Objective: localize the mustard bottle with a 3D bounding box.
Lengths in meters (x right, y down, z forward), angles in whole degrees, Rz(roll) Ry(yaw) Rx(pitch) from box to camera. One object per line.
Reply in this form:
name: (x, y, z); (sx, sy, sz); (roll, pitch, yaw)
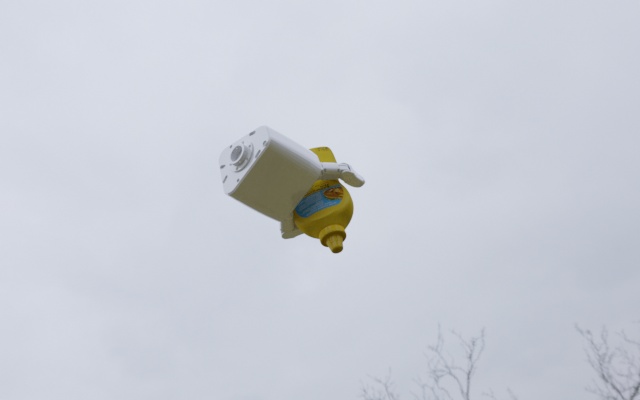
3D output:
mustard bottle: (0.000, 0.002, 0.753); (0.096, 0.191, 0.058); (-23, -40, 4)
